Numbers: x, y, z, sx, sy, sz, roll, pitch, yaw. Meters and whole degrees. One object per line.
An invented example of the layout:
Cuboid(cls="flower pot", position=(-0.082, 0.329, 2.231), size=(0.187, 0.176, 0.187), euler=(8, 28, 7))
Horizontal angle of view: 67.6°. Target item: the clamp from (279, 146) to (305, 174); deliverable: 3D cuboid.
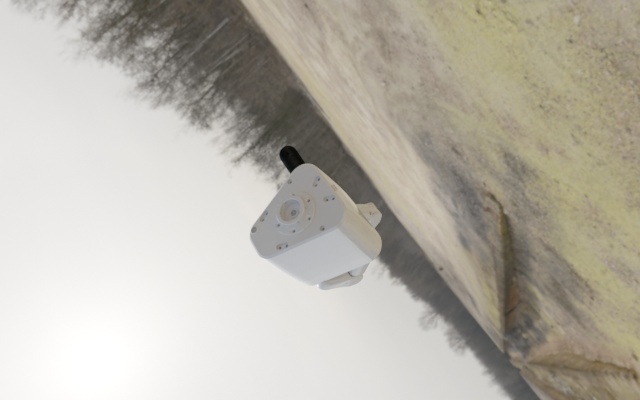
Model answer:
Cuboid(cls="clamp", position=(0.000, 0.003, 0.645), size=(0.039, 0.171, 0.120), euler=(-39, -34, 5))
